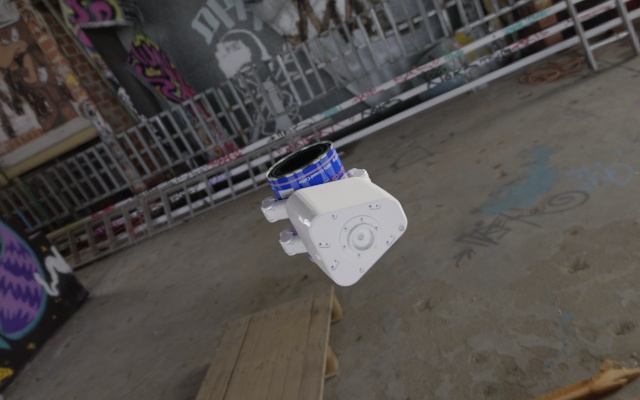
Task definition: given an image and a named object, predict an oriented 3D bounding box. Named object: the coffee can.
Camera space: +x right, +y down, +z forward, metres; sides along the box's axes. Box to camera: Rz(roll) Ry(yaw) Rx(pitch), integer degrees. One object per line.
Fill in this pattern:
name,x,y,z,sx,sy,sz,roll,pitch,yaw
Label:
coffee can,0.000,0.002,0.669,0.103,0.140,0.102,-24,19,9
